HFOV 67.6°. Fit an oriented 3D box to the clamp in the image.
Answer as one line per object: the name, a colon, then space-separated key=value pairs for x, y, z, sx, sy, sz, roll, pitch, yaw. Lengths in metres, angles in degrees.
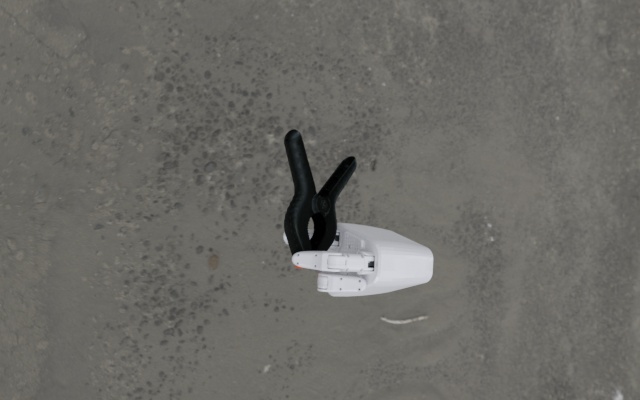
clamp: x=0.000 y=0.002 z=0.617 sx=0.120 sy=0.171 sz=0.039 roll=7 pitch=-6 yaw=-36
